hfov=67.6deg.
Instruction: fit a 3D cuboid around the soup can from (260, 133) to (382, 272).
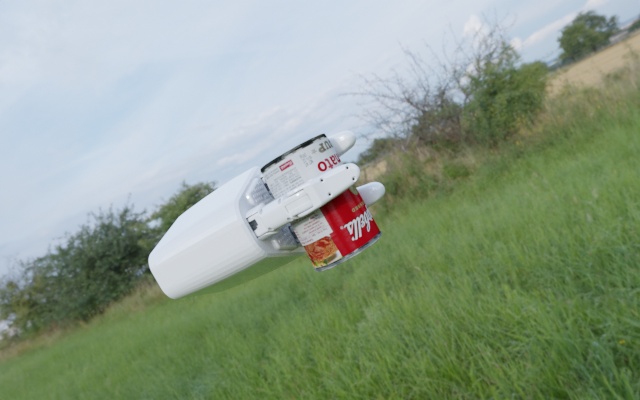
[{"bbox_3d":[0.000,0.001,0.420,0.068,0.102,0.068,-29,3,1],"label":"soup can"}]
